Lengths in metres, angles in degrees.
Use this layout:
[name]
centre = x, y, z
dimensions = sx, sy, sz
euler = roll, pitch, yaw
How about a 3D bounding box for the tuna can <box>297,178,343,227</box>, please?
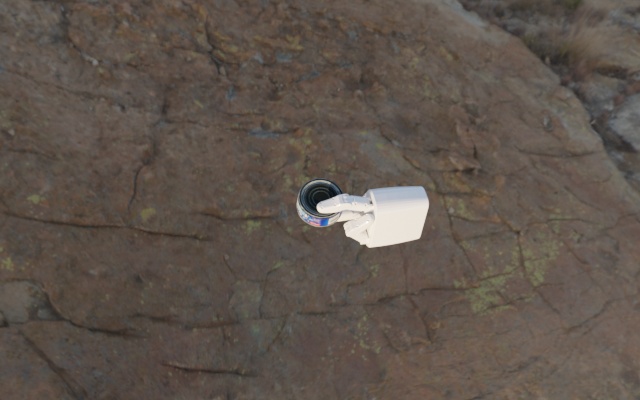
[tuna can]
centre = 0.000, 0.003, 0.866
dimensions = 0.086, 0.086, 0.034
euler = 0, -30, -6
